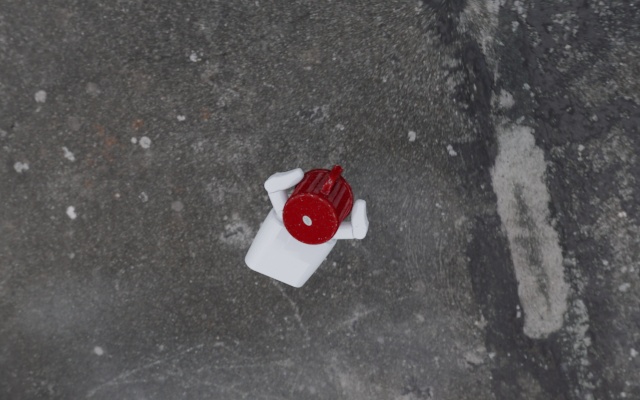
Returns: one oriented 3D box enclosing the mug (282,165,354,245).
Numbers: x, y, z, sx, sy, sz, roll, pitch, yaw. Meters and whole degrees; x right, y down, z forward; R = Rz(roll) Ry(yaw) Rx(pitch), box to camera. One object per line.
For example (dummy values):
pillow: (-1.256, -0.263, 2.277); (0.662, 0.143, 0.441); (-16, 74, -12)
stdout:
mug: (0.001, 0.001, 0.676); (0.093, 0.117, 0.081); (31, 29, 0)
